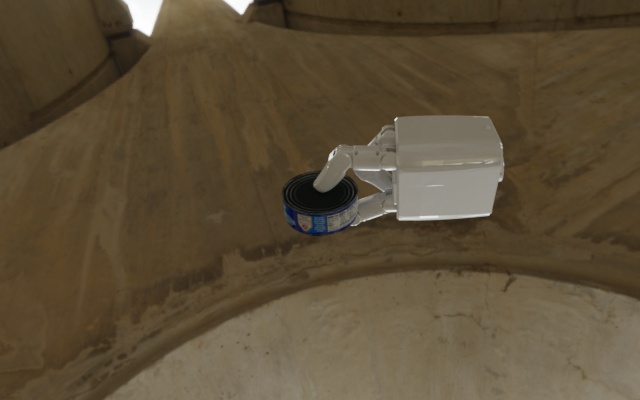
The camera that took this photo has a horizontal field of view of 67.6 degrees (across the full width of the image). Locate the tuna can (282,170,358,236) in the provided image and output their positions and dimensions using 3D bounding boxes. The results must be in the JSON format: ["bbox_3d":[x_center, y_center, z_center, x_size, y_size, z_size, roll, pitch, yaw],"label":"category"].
[{"bbox_3d":[0.000,0.002,0.543,0.086,0.034,0.086,-2,35,2],"label":"tuna can"}]
